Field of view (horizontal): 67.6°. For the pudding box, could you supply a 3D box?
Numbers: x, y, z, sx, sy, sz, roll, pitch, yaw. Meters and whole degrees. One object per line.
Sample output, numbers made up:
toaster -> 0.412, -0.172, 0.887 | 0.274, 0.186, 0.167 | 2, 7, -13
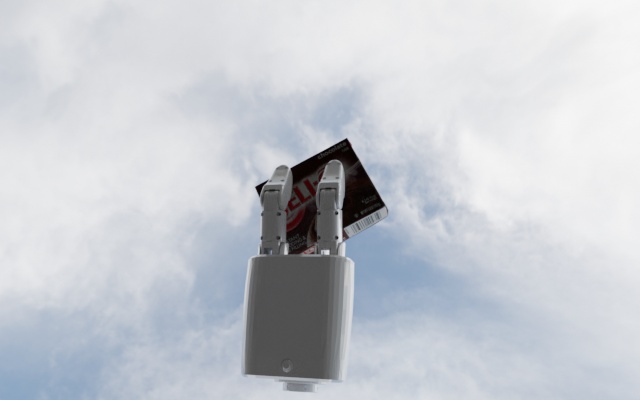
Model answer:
pudding box -> 0.000, 0.002, 0.490 | 0.113, 0.090, 0.039 | -27, -26, 1
